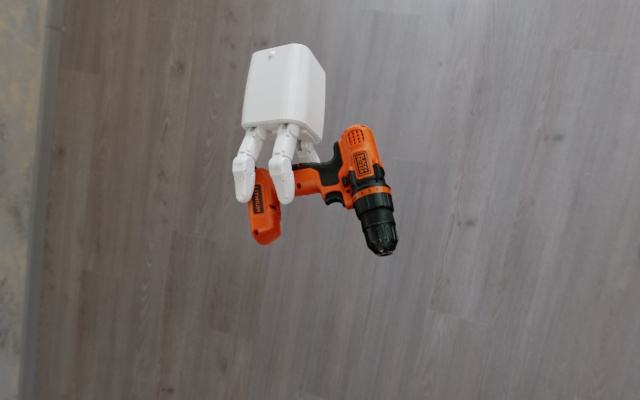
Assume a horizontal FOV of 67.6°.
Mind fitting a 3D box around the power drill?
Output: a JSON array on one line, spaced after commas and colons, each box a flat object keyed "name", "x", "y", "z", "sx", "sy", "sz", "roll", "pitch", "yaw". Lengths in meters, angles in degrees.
[{"name": "power drill", "x": 0.000, "y": 0.002, "z": 0.635, "sx": 0.187, "sy": 0.184, "sz": 0.057, "roll": -14, "pitch": -26, "yaw": 8}]
